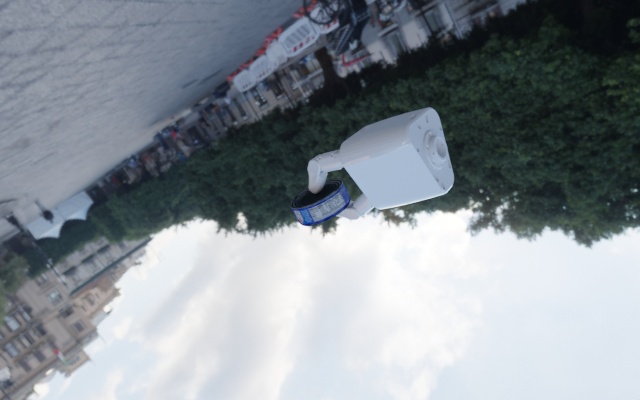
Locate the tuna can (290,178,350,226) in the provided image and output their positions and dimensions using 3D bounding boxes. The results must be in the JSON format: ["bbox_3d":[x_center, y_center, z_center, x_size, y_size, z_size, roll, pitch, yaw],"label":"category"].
[{"bbox_3d":[0.000,0.003,0.704,0.086,0.034,0.086,-24,18,8],"label":"tuna can"}]
